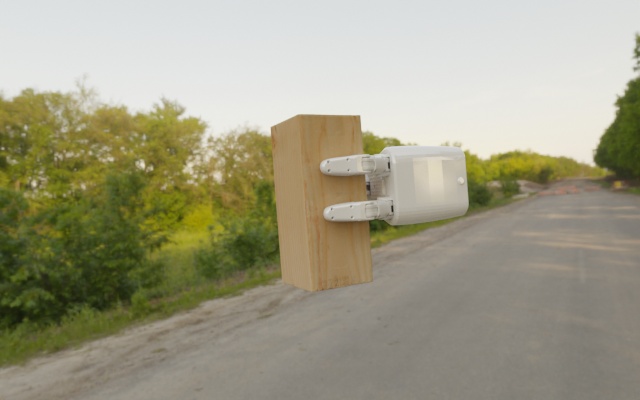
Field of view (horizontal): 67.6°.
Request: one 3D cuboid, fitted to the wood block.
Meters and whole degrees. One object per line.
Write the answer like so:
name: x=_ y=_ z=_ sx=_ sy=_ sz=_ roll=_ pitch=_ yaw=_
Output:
wood block: x=0.000 y=0.002 z=0.607 sx=0.090 sy=0.206 sz=0.091 roll=-5 pitch=0 yaw=-27
